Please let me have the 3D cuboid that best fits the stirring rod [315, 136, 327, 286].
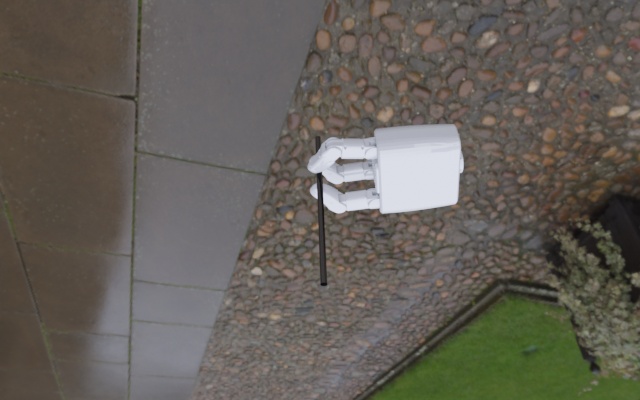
[{"bbox_3d":[0.000,0.002,0.616,0.011,0.239,0.011,-1,-39,-1],"label":"stirring rod"}]
